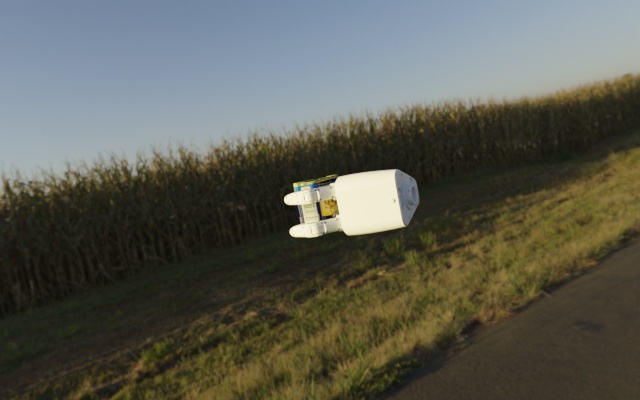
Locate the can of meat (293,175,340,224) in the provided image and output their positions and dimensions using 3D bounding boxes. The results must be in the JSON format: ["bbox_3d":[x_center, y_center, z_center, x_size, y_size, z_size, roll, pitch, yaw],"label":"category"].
[{"bbox_3d":[0.000,0.002,0.843,0.057,0.084,0.102,-8,5,31],"label":"can of meat"}]
